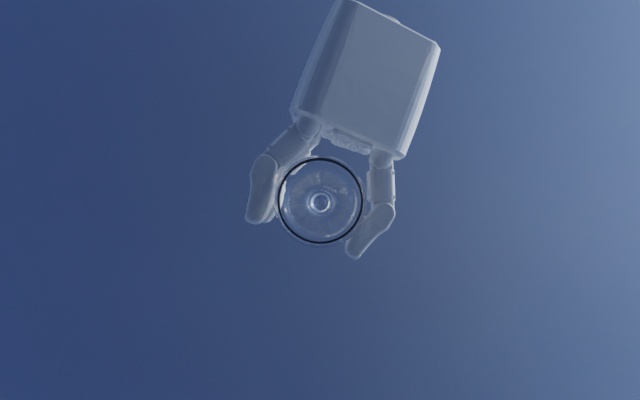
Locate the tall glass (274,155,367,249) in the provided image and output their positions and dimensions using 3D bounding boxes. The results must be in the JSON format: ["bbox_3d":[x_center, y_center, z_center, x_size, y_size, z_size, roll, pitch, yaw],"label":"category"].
[{"bbox_3d":[0.000,0.002,0.438,0.079,0.079,0.201,0,0,0],"label":"tall glass"}]
